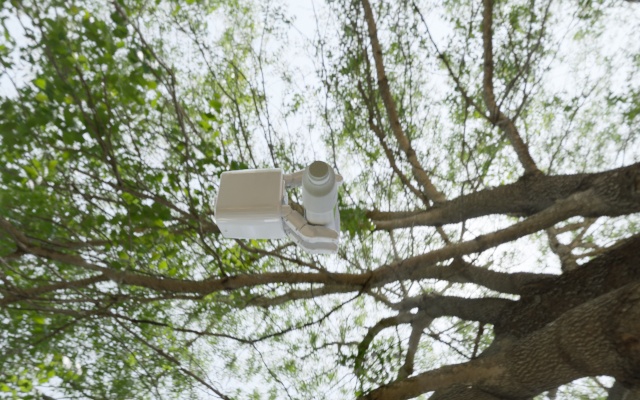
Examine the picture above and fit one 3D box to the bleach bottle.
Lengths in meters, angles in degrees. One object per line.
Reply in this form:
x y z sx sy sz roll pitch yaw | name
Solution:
0.000 0.003 0.785 0.068 0.102 0.251 -1 -26 1 | bleach bottle
